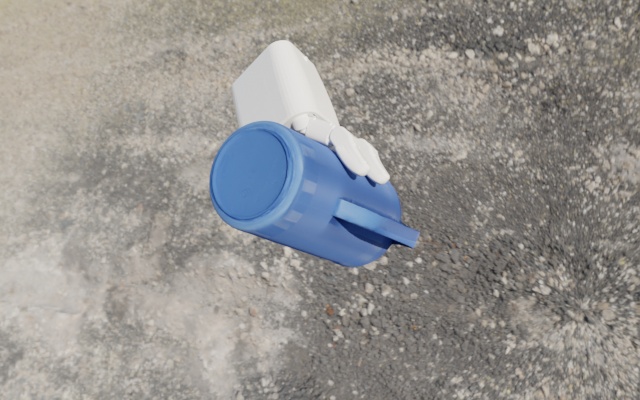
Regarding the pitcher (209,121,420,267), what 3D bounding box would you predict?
[{"bbox_3d":[0.000,0.002,0.538,0.149,0.145,0.243,-27,-23,21],"label":"pitcher"}]
